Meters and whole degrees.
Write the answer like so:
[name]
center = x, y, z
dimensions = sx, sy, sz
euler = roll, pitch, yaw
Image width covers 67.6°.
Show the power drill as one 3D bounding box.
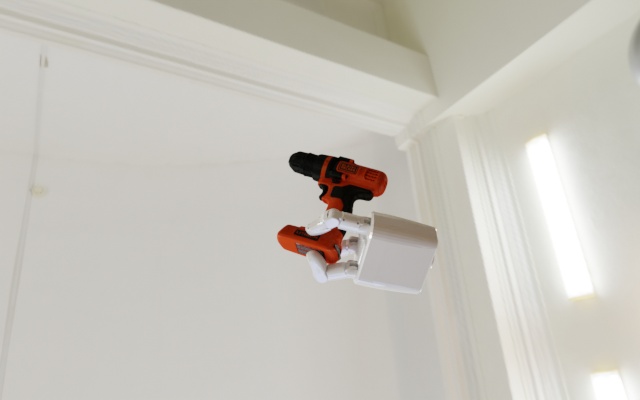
[power drill]
center = 0.000, 0.003, 0.805
dimensions = 0.184, 0.187, 0.057
euler = 16, -29, 21
